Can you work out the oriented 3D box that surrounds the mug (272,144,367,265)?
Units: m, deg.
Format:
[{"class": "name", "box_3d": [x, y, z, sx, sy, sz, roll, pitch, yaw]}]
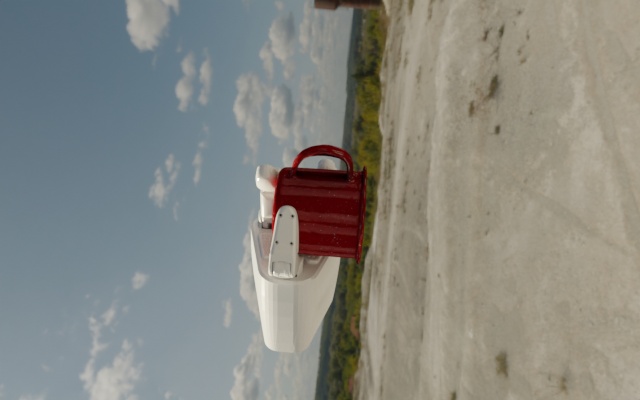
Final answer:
[{"class": "mug", "box_3d": [0.000, 0.000, 0.446, 0.081, 0.117, 0.093, 4, 37, 3]}]
